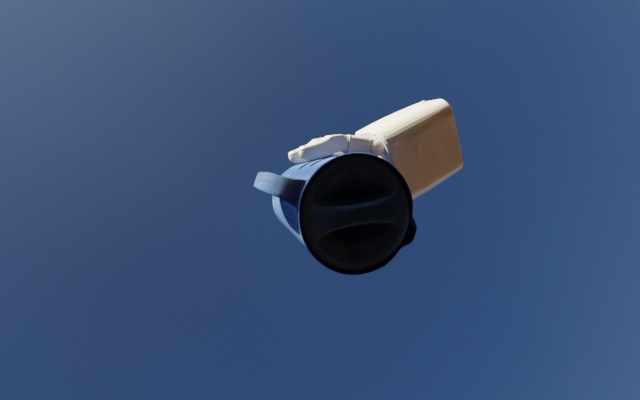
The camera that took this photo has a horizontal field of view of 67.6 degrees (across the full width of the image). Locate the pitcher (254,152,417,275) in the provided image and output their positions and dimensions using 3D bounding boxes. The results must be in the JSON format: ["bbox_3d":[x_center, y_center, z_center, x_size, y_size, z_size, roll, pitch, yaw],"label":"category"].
[{"bbox_3d":[0.000,0.002,0.621,0.145,0.149,0.243,-28,12,-12],"label":"pitcher"}]
